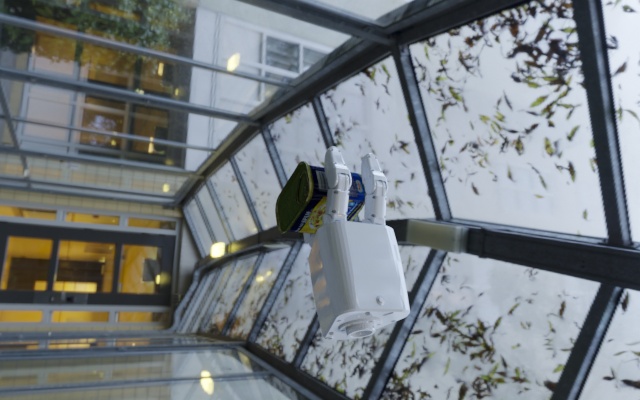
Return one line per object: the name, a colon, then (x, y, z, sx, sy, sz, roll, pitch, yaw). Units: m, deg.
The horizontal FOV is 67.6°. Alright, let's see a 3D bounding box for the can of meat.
can of meat: (0.000, 0.002, 0.612, 0.084, 0.057, 0.102, 8, -39, -26)
